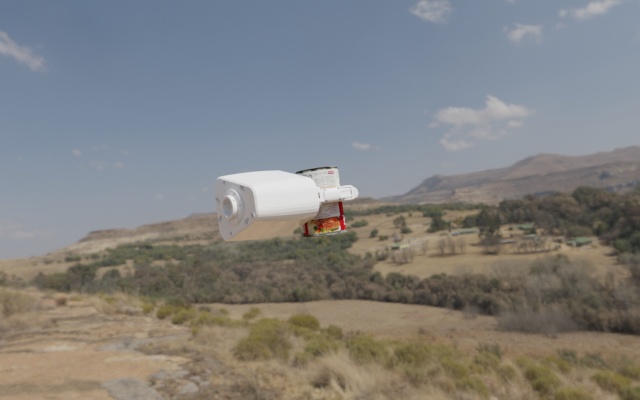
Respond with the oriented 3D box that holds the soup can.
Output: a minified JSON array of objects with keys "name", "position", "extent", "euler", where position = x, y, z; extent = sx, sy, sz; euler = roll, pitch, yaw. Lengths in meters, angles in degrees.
[{"name":"soup can","position":[0.001,0.002,0.739],"extent":[0.068,0.102,0.068],"euler":[-8,-1,0]}]
